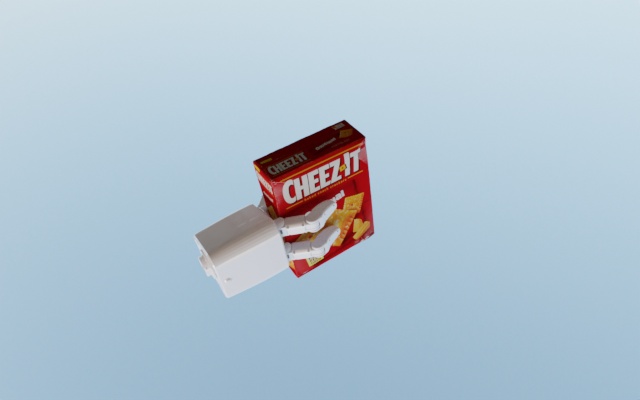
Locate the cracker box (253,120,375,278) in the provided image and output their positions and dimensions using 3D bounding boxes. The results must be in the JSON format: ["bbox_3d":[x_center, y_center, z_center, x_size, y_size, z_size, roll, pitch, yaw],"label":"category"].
[{"bbox_3d":[0.000,0.003,0.768,0.164,0.214,0.072,-27,44,-18],"label":"cracker box"}]
